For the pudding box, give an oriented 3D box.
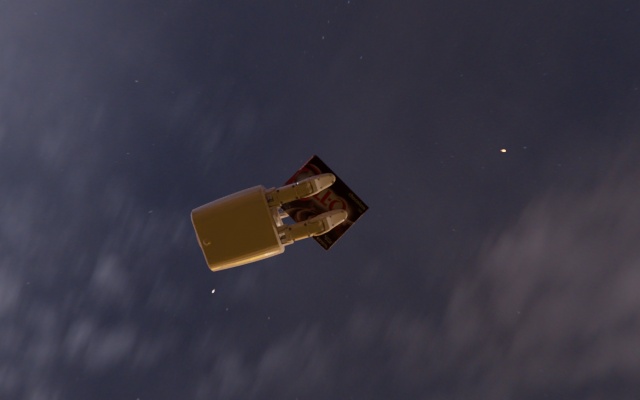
[{"bbox_3d":[0.000,0.002,0.700,0.113,0.090,0.039,44,3,-8],"label":"pudding box"}]
